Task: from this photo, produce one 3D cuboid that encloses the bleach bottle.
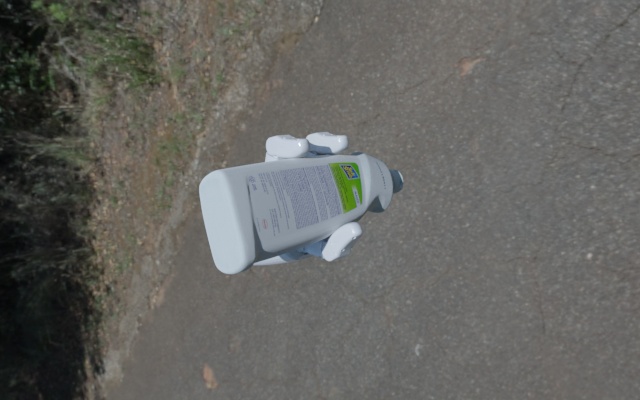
[{"bbox_3d":[0.000,0.002,0.525,0.251,0.102,0.068,-11,-5,-39],"label":"bleach bottle"}]
